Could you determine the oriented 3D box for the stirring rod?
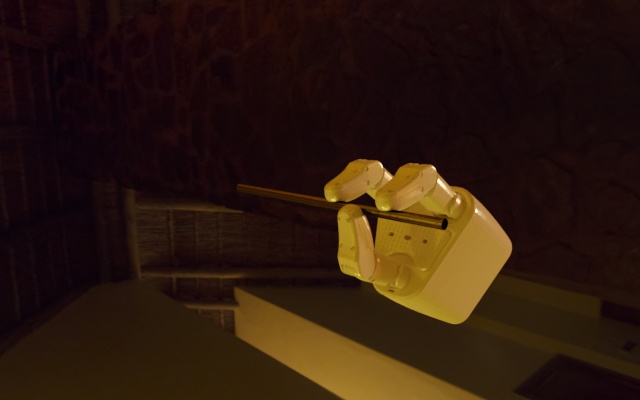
[{"bbox_3d":[0.000,0.001,0.404,0.011,0.011,0.239,0,7,-44],"label":"stirring rod"}]
